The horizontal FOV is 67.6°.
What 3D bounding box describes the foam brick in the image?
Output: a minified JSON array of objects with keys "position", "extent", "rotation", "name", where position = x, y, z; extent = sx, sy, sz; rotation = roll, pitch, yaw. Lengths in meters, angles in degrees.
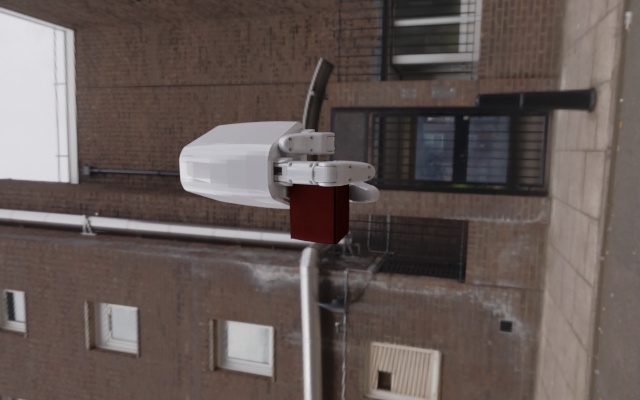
[{"position":[0.000,0.002,0.508],"extent":[0.051,0.078,0.053],"rotation":[3,9,18],"name":"foam brick"}]
